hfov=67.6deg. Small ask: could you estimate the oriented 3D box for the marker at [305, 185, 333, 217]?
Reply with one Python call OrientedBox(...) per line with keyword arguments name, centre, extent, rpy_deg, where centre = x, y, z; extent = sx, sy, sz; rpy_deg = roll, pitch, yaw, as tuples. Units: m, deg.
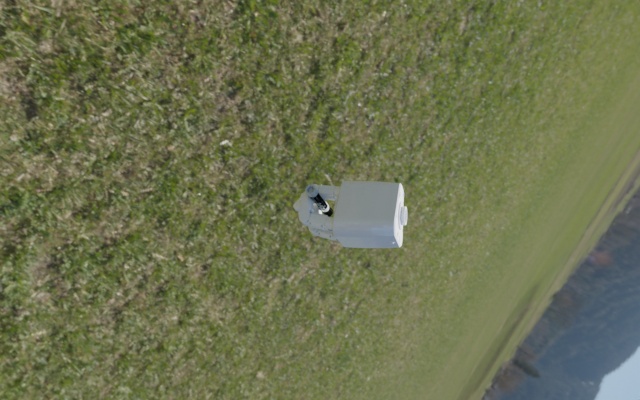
OrientedBox(name="marker", centre=(0.000, 0.003, 0.873), extent=(0.020, 0.020, 0.121), rpy_deg=(0, -22, 18))
